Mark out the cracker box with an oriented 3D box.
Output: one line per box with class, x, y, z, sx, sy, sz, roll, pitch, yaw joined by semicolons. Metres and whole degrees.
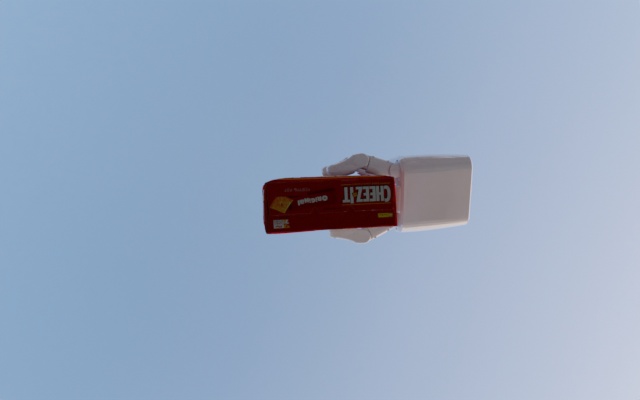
cracker box;0.000;0.002;0.678;0.164;0.072;0.213;-3;1;-7
